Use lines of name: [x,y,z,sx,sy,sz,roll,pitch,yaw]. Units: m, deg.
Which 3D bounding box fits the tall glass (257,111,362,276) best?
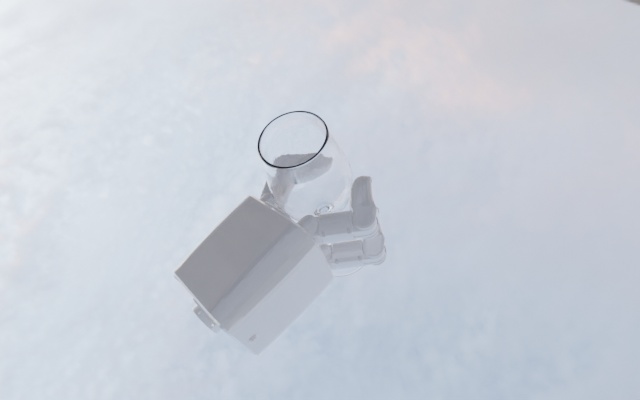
tall glass: [0.000,0.002,0.476,0.079,0.079,0.201,0,-33,16]
